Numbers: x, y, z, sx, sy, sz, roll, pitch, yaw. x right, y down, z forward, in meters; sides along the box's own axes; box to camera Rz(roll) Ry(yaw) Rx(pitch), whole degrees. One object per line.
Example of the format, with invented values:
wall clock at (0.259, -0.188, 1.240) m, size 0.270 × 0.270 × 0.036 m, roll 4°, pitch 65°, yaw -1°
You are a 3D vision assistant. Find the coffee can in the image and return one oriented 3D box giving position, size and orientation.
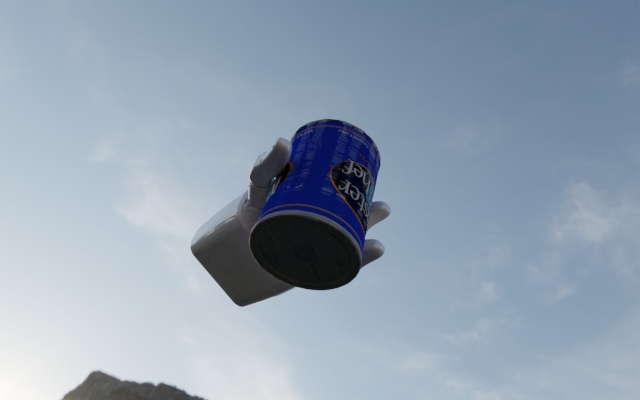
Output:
coffee can at (0.000, 0.002, 0.472) m, size 0.103 × 0.103 × 0.140 m, roll 0°, pitch 43°, yaw 17°
